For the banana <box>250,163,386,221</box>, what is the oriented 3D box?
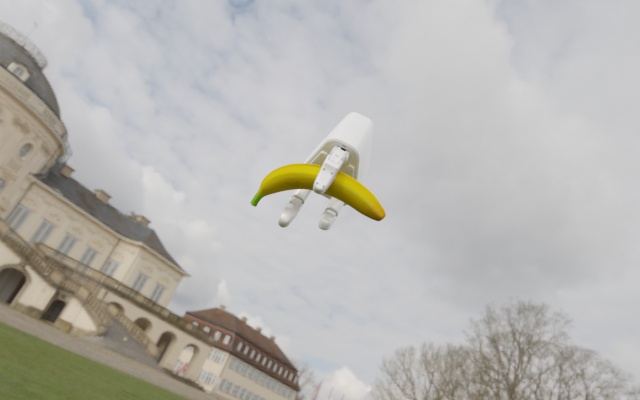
[{"bbox_3d":[-0.002,-0.016,0.682,0.198,0.070,0.037,7,13,14],"label":"banana"}]
